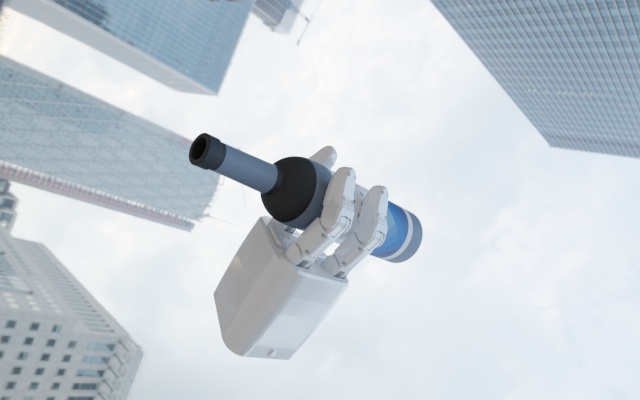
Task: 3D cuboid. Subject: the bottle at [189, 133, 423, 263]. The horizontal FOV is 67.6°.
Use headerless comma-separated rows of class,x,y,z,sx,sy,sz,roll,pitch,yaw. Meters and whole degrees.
bottle,0.000,0.002,0.476,0.069,0.069,0.296,0,-17,42
